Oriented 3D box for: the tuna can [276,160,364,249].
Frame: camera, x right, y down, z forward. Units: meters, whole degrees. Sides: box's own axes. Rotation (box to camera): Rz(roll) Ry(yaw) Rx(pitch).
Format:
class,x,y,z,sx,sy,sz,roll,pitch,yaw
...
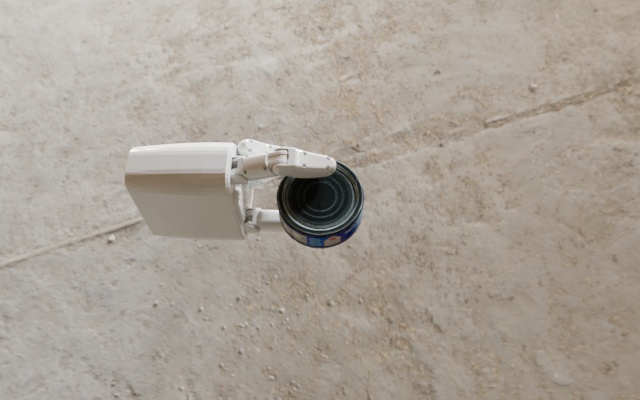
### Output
class,x,y,z,sx,sy,sz,roll,pitch,yaw
tuna can,0.000,0.001,0.469,0.086,0.086,0.034,0,-25,1
